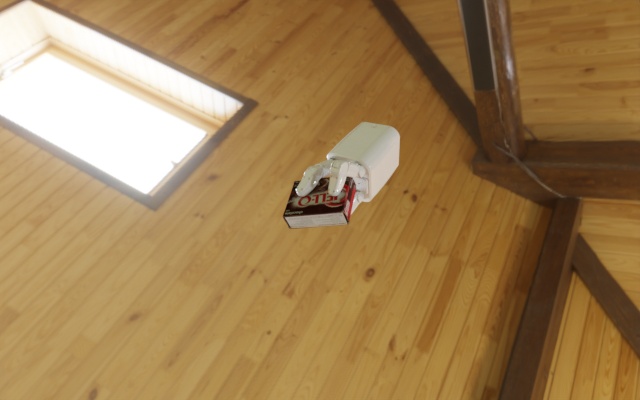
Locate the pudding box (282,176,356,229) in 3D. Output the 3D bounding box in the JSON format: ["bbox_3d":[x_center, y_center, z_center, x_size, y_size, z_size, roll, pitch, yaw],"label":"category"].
[{"bbox_3d":[0.000,0.003,0.825,0.113,0.039,0.090,-7,42,22],"label":"pudding box"}]
